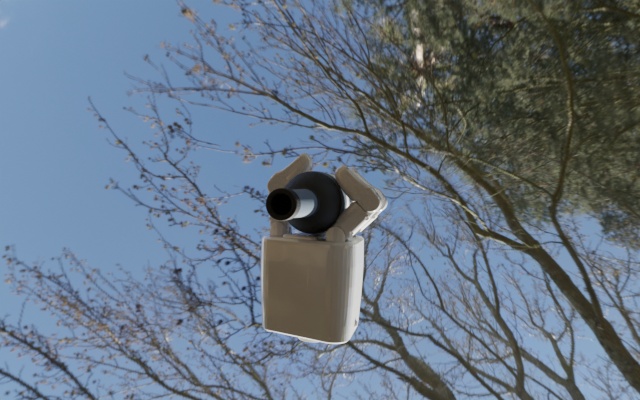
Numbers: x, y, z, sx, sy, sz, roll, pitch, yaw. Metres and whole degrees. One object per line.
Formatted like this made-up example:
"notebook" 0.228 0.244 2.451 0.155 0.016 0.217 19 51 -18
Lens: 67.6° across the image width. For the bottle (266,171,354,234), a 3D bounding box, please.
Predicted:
"bottle" 0.000 0.002 0.539 0.069 0.069 0.295 0 1 13
